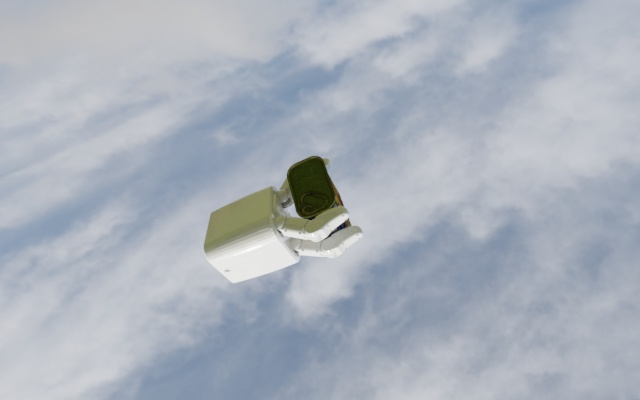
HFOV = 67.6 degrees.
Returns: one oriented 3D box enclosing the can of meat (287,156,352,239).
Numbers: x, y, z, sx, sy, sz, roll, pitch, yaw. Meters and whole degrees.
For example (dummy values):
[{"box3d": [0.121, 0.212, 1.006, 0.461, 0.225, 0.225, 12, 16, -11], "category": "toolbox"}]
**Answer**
[{"box3d": [0.000, 0.002, 0.678, 0.057, 0.102, 0.084, -24, -41, 7], "category": "can of meat"}]
